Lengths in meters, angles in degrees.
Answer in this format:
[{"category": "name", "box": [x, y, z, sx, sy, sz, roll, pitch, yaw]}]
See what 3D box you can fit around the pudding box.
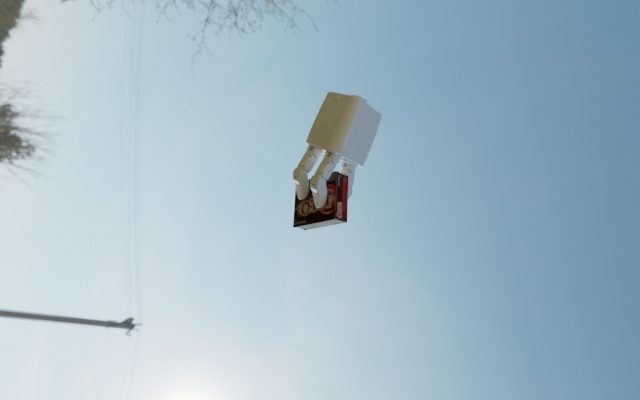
[{"category": "pudding box", "box": [0.000, 0.003, 0.886, 0.039, 0.090, 0.113, 19, -24, -40]}]
